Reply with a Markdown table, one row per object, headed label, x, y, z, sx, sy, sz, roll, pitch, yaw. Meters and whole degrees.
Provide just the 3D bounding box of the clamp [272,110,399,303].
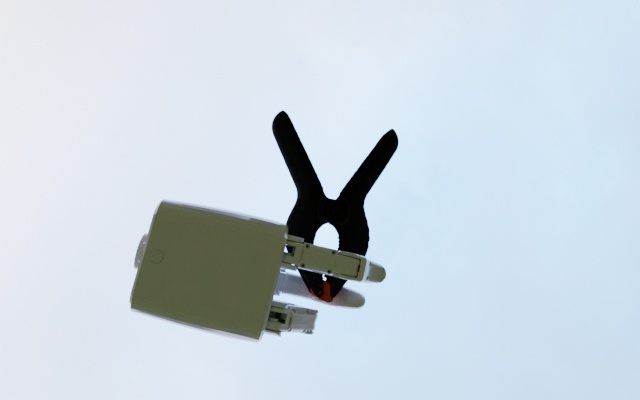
| label | x | y | z | sx | sy | sz | roll | pitch | yaw |
| --- | --- | --- | --- | --- | --- | --- | --- | --- | --- |
| clamp | 0.000 | 0.002 | 0.433 | 0.120 | 0.171 | 0.039 | 15 | -9 | -9 |
